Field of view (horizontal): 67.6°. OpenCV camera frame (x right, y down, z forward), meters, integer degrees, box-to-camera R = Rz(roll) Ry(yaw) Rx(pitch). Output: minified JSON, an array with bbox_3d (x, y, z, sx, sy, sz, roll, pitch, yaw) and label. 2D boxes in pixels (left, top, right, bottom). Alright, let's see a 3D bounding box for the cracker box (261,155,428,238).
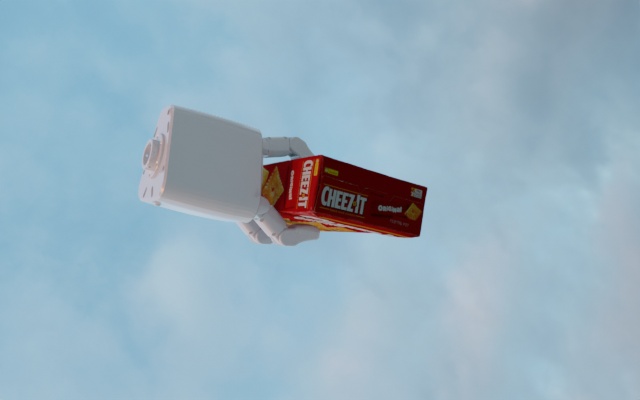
[{"bbox_3d":[0.000,0.002,0.615,0.164,0.072,0.213,13,-8,-34],"label":"cracker box"}]
